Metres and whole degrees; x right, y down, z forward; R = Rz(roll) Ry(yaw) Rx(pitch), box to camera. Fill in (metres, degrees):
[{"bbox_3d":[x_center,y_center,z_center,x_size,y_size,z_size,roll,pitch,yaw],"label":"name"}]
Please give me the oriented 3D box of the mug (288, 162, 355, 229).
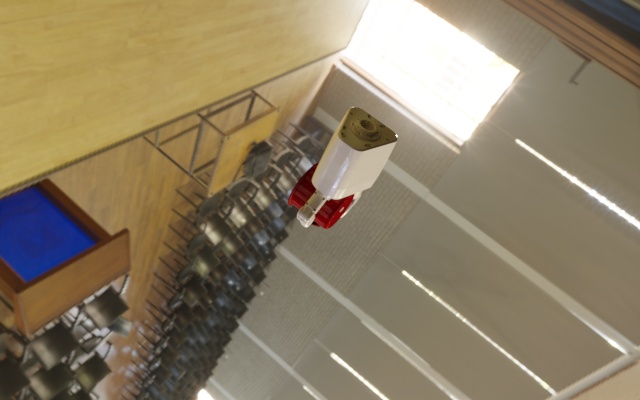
[{"bbox_3d":[0.000,0.004,0.828,0.081,0.117,0.093,38,44,11],"label":"mug"}]
